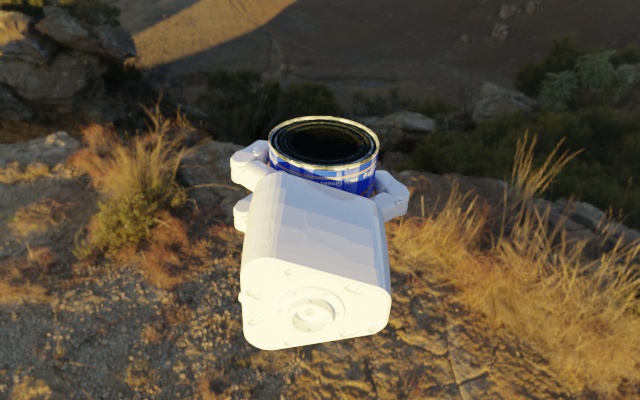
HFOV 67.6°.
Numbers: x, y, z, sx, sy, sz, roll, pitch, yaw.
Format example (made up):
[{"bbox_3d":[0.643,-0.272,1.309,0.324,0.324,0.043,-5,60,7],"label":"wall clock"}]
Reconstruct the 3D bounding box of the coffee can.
[{"bbox_3d":[0.000,0.002,0.475,0.103,0.140,0.102,2,34,-2],"label":"coffee can"}]
